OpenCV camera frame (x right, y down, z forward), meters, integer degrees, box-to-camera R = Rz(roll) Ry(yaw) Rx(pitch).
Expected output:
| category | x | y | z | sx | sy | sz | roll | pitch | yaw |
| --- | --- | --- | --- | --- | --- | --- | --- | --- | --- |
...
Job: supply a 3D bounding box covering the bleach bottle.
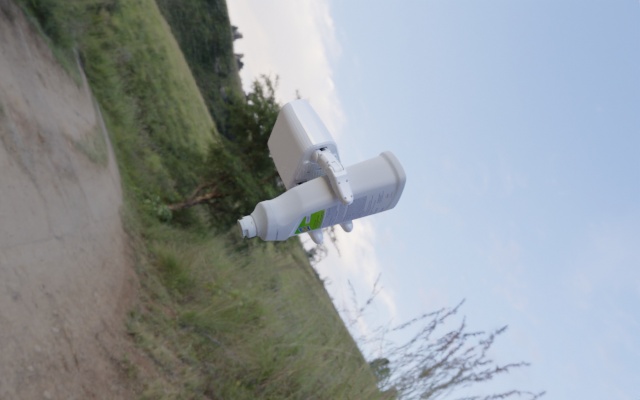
| category | x | y | z | sx | sy | sz | roll | pitch | yaw |
| --- | --- | --- | --- | --- | --- | --- | --- | --- | --- |
| bleach bottle | 0.000 | 0.002 | 0.716 | 0.251 | 0.068 | 0.103 | -16 | -33 | -19 |
